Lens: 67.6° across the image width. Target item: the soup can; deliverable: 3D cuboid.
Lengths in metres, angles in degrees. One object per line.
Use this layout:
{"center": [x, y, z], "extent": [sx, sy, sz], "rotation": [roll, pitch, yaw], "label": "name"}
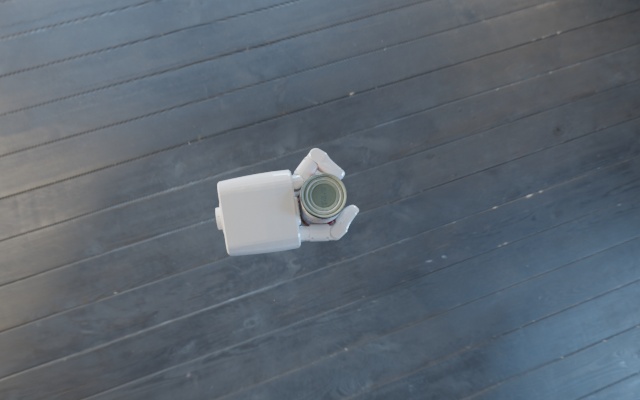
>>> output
{"center": [0.001, 0.002, 0.712], "extent": [0.068, 0.068, 0.102], "rotation": [0, -12, -5], "label": "soup can"}
